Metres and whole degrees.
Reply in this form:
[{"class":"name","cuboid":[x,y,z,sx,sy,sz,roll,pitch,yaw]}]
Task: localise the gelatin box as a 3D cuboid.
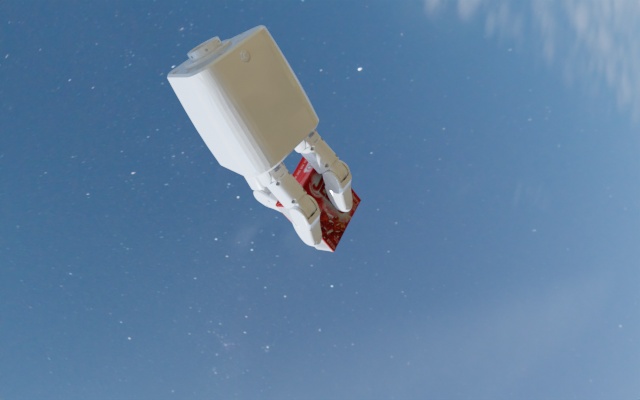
[{"class":"gelatin box","cuboid":[0.000,0.002,0.521,0.030,0.073,0.089,6,-33,42]}]
